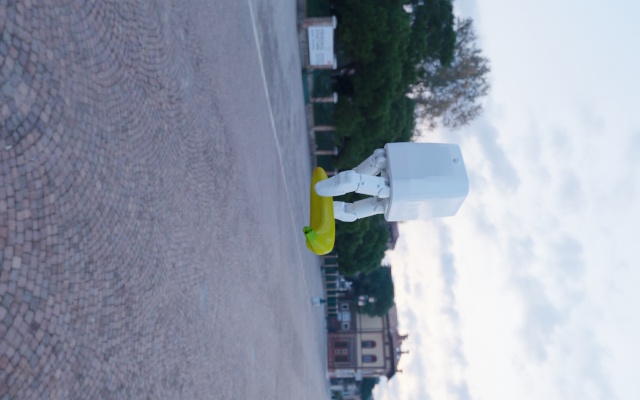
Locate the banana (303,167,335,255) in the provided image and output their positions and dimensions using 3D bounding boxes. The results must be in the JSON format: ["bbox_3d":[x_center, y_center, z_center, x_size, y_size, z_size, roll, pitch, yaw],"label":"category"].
[{"bbox_3d":[0.001,0.020,0.666,0.037,0.070,0.197,-2,26,3],"label":"banana"}]
